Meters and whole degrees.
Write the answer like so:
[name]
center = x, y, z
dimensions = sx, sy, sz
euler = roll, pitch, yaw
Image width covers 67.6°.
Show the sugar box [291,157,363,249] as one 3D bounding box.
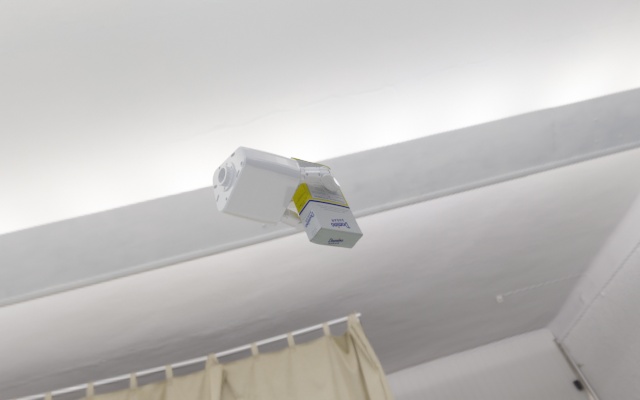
[sugar box]
center = 0.000, 0.003, 0.847
dimensions = 0.093, 0.176, 0.048
euler = 12, -49, -35
